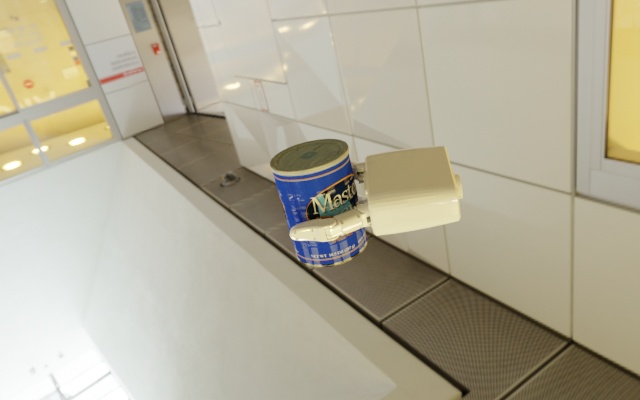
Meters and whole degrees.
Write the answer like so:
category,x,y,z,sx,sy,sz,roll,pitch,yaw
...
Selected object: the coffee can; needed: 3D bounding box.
category,x,y,z,sx,sy,sz,roll,pitch,yaw
coffee can,0.000,0.002,0.634,0.103,0.140,0.102,-11,25,5
